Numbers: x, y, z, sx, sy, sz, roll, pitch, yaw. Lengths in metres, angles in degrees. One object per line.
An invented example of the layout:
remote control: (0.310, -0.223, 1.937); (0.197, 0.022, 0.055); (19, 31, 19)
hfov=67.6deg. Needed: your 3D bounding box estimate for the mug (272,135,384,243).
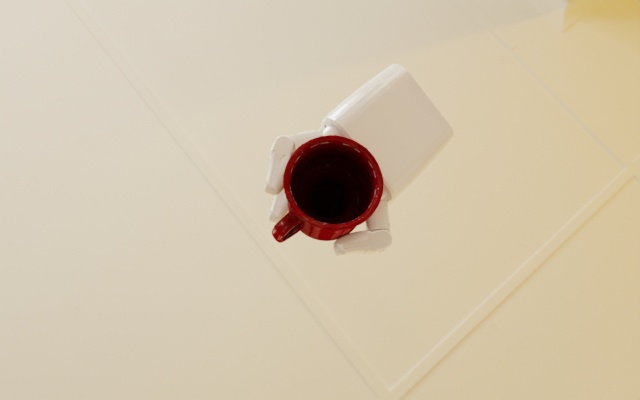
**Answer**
mug: (-0.001, 0.003, 0.473); (0.117, 0.093, 0.081); (-42, -9, -15)
